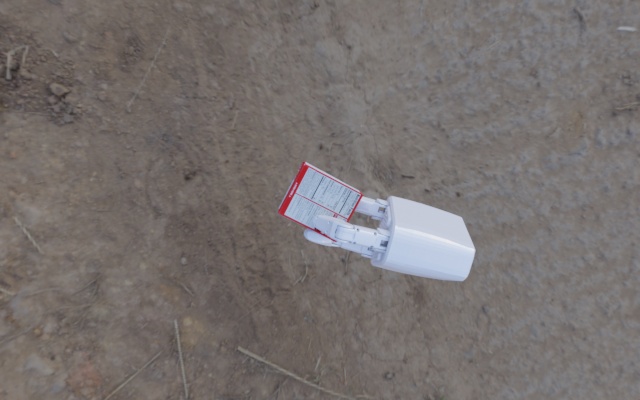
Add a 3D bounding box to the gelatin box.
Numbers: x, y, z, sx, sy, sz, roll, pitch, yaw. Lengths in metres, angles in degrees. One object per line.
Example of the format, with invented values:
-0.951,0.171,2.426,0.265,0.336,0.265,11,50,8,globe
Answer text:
0.000,0.002,0.620,0.089,0.073,0.030,27,8,-8,gelatin box
